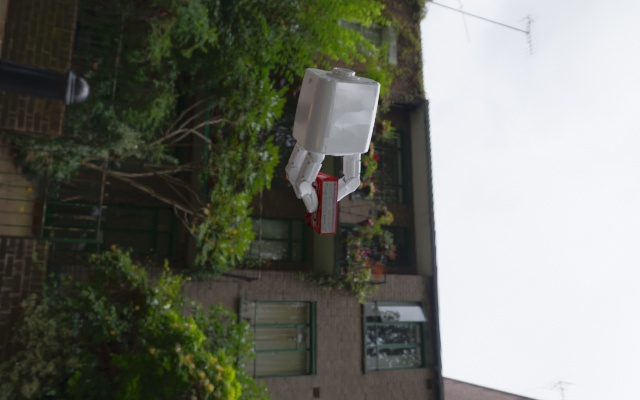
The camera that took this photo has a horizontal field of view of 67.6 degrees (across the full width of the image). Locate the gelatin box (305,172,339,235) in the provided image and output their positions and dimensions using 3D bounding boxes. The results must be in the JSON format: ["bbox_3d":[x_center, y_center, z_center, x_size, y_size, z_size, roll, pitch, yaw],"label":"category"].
[{"bbox_3d":[0.001,0.003,0.756,0.030,0.089,0.073,-3,12,-20],"label":"gelatin box"}]
